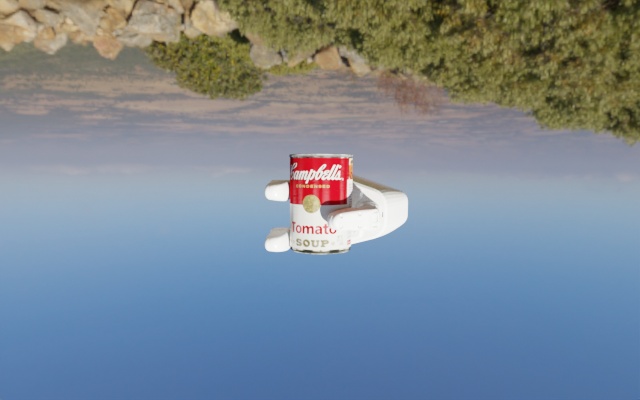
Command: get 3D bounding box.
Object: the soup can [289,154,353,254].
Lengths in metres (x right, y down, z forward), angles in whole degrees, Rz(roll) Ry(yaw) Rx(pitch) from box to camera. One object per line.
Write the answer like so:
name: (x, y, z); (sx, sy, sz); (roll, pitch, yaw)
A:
soup can: (0.000, 0.002, 0.512); (0.068, 0.102, 0.068); (1, 4, 0)
